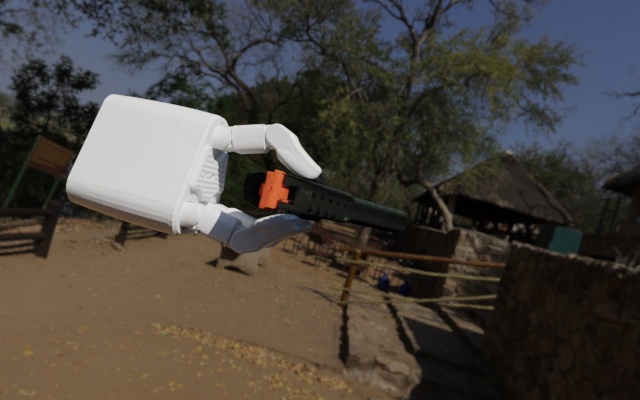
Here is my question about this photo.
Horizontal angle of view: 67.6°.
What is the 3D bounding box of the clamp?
[{"bbox_3d":[0.000,0.001,0.425,0.164,0.036,0.210,13,-1,8],"label":"clamp"}]
